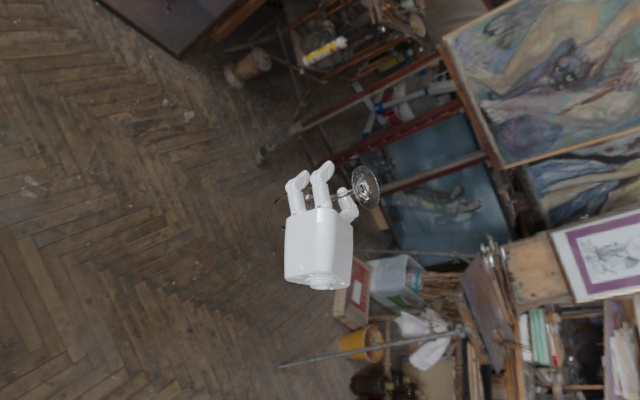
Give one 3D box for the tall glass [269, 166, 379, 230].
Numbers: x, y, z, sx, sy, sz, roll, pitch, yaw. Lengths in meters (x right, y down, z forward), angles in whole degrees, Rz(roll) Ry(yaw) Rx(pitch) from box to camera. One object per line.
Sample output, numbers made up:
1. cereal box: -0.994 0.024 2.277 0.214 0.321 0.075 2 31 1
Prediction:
1. tall glass: 0.001 0.002 0.841 0.201 0.079 0.079 -18 -11 38
